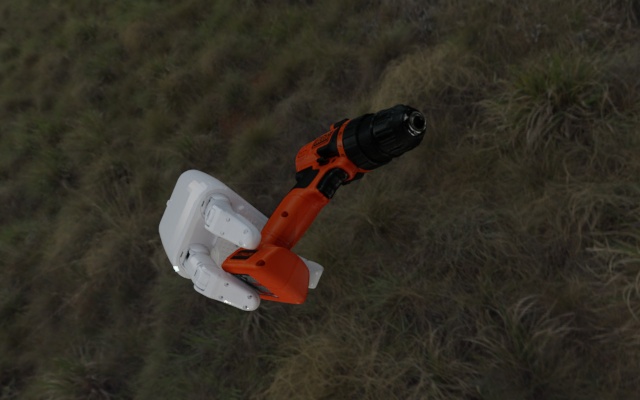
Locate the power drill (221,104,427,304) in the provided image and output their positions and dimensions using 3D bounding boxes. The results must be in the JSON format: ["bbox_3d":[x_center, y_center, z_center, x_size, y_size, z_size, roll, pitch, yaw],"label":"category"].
[{"bbox_3d":[0.000,0.002,0.435,0.057,0.187,0.184,42,-25,-16],"label":"power drill"}]
